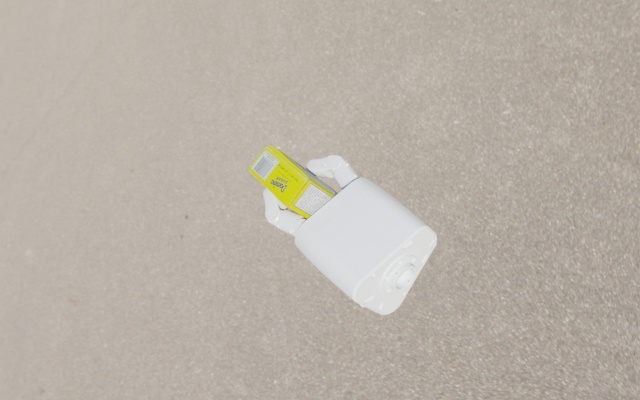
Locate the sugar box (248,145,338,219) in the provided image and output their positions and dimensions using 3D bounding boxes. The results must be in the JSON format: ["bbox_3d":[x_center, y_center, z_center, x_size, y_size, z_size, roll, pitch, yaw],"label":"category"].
[{"bbox_3d":[0.000,0.002,0.594,0.093,0.048,0.176,42,4,42],"label":"sugar box"}]
